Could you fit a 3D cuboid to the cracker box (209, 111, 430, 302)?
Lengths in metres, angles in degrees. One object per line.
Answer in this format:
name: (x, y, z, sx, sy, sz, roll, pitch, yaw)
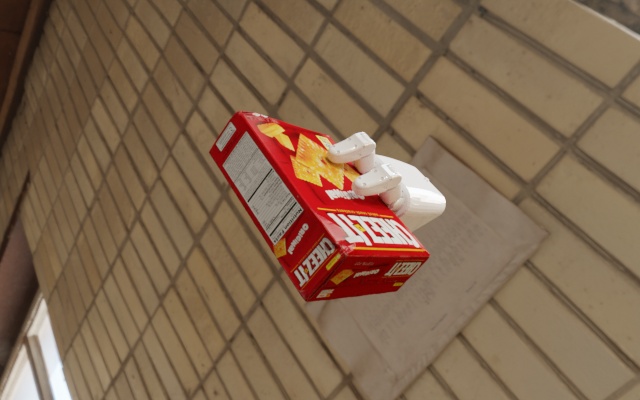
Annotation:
cracker box: (0.000, 0.002, 0.525, 0.164, 0.072, 0.213, 7, 38, -51)
